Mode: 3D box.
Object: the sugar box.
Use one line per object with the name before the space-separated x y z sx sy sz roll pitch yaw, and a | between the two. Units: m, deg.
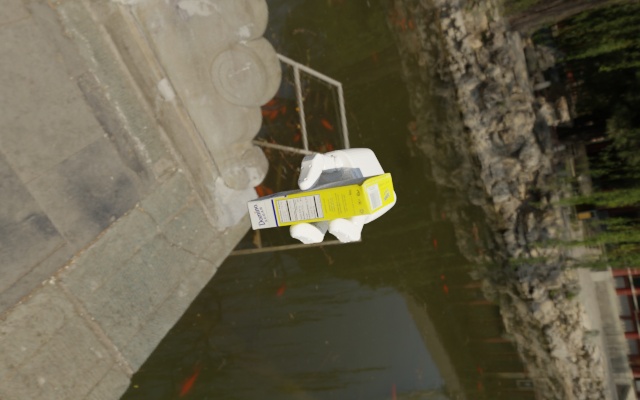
sugar box | 0.000 0.003 0.639 0.176 0.048 0.093 -11 4 29
